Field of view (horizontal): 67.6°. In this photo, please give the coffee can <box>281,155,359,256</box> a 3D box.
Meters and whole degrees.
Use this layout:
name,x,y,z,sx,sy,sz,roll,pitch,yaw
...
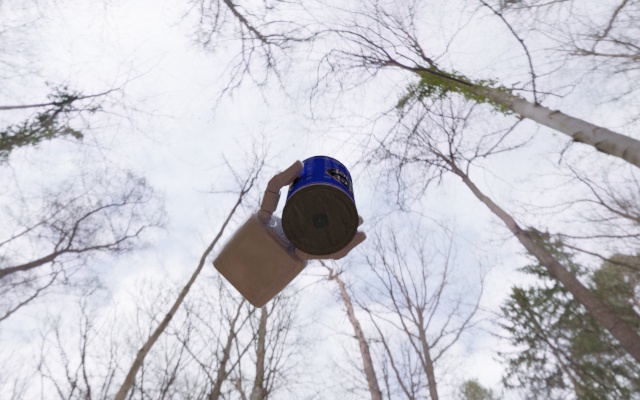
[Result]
name,x,y,z,sx,sy,sz,roll,pitch,yaw
coffee can,0.000,0.002,0.692,0.103,0.103,0.140,0,21,1
